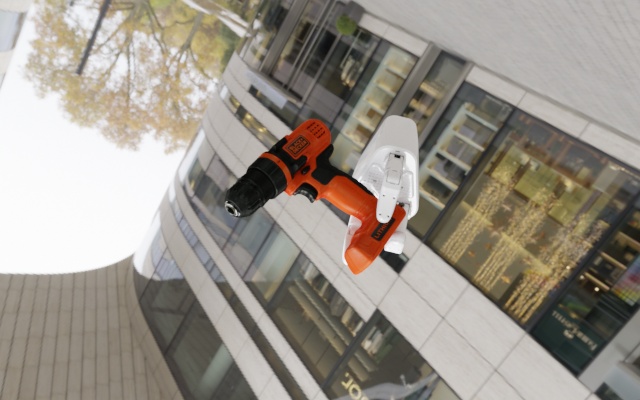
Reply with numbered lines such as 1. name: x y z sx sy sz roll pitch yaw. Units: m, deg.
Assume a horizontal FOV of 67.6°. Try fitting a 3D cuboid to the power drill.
1. power drill: 0.001 0.002 0.589 0.184 0.187 0.057 -47 -2 -34
